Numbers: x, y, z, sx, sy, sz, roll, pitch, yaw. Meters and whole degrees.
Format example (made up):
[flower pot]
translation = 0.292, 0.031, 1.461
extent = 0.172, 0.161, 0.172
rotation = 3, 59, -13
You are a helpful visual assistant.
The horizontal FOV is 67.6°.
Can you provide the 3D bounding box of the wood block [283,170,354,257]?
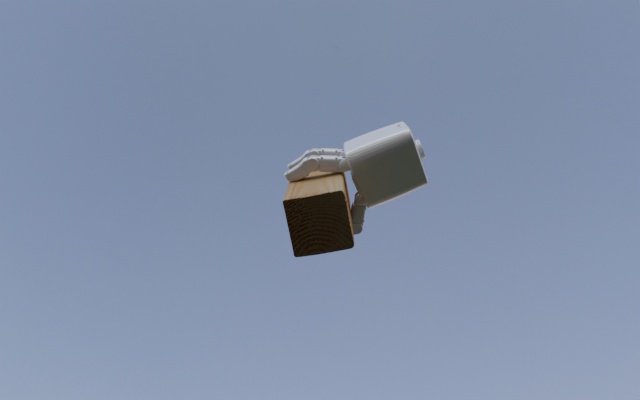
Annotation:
[wood block]
translation = 0.001, 0.003, 0.767
extent = 0.090, 0.091, 0.206
rotation = -10, 17, 5
